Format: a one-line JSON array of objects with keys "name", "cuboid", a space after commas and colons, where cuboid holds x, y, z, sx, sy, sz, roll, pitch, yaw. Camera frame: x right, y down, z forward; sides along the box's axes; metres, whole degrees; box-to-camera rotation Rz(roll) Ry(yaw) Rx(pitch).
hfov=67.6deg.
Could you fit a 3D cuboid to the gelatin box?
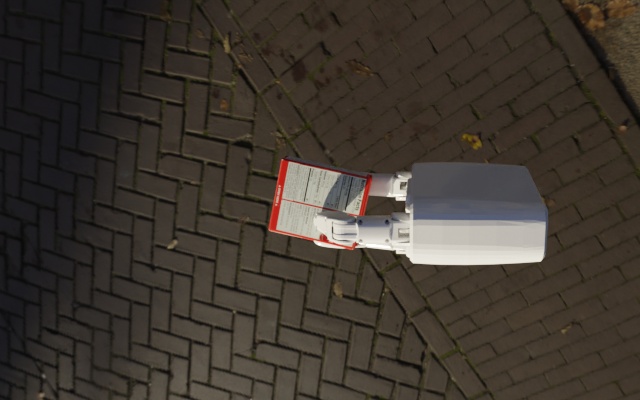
[{"name": "gelatin box", "cuboid": [0.000, 0.002, 0.466, 0.089, 0.073, 0.030, 12, 13, 5]}]
